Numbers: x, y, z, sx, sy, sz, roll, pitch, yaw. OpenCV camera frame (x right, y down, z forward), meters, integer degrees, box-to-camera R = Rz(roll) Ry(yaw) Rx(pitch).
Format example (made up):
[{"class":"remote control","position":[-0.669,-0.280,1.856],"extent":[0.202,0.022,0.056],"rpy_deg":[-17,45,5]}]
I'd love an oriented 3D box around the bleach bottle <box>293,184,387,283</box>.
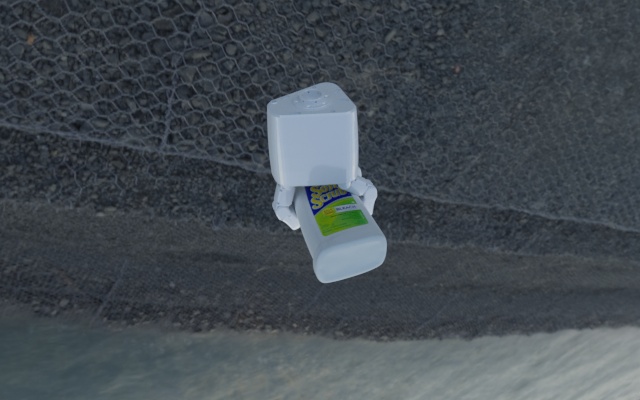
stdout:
[{"class":"bleach bottle","position":[0.000,0.002,0.696],"extent":[0.102,0.068,0.250],"rpy_deg":[-14,41,-15]}]
